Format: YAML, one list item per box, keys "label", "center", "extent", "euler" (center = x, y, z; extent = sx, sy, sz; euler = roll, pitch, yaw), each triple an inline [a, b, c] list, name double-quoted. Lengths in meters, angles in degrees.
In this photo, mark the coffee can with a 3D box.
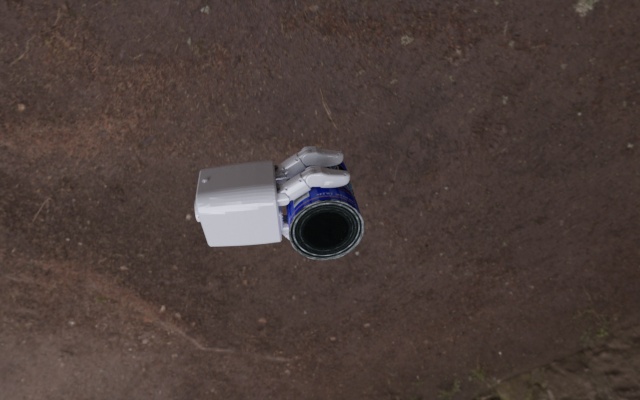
- label: "coffee can"
  center: [0.000, 0.002, 0.694]
  extent: [0.103, 0.103, 0.140]
  euler: [0, 34, -8]
